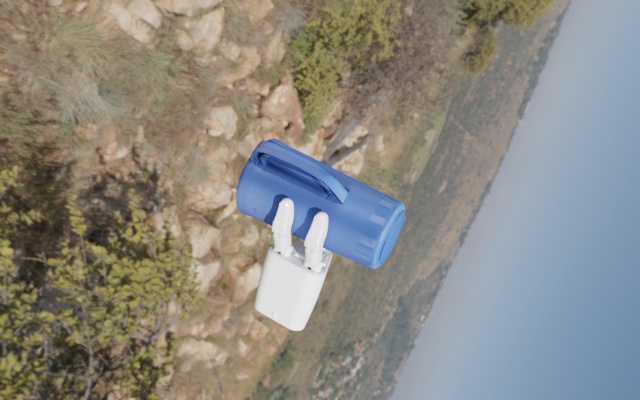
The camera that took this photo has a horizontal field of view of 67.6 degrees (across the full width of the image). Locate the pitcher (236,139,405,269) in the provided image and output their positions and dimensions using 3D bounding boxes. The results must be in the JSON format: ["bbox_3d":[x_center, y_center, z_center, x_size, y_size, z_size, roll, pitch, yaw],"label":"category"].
[{"bbox_3d":[0.000,0.003,0.730,0.243,0.145,0.149,25,19,18],"label":"pitcher"}]
